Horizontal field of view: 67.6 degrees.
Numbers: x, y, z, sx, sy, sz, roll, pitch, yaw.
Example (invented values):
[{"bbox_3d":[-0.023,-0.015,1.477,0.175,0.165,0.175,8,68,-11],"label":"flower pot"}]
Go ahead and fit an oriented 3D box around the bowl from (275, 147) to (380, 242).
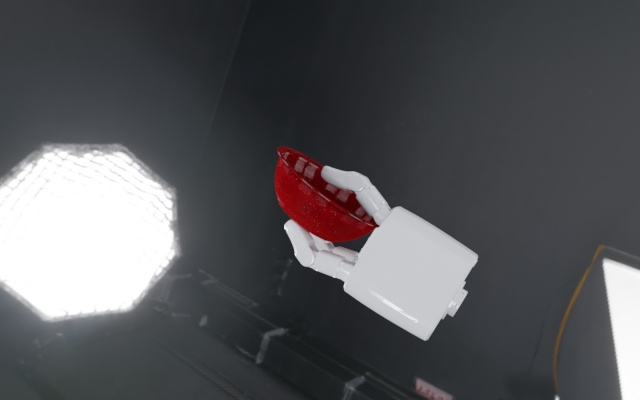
[{"bbox_3d":[-0.001,0.001,0.591,0.162,0.055,0.162,35,13,-9],"label":"bowl"}]
